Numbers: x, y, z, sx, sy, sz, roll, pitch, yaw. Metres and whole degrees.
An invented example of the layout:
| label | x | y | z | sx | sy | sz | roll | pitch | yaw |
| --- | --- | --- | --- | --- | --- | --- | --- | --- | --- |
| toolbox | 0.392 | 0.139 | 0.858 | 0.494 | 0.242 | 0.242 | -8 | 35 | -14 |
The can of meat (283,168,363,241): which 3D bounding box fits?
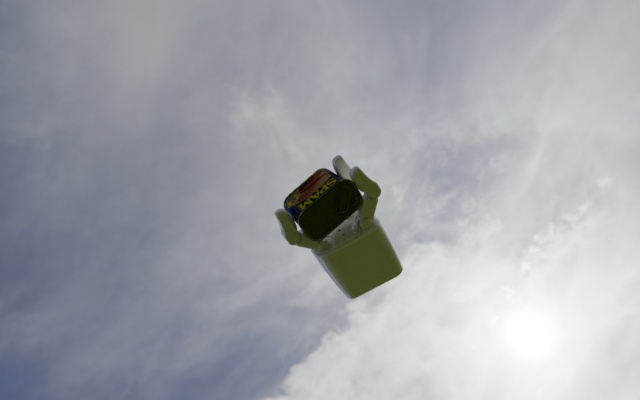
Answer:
| label | x | y | z | sx | sy | sz | roll | pitch | yaw |
| --- | --- | --- | --- | --- | --- | --- | --- | --- | --- |
| can of meat | 0.000 | 0.002 | 0.725 | 0.102 | 0.057 | 0.084 | -40 | 28 | -6 |
